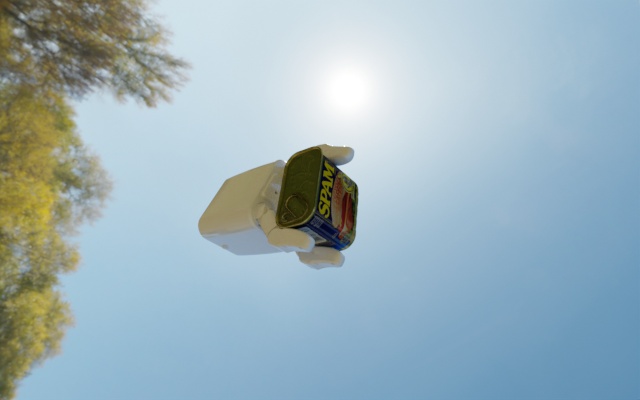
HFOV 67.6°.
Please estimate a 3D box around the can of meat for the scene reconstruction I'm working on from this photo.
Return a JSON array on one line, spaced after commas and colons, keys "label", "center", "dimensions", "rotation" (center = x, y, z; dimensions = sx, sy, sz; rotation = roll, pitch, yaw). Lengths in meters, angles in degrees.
[{"label": "can of meat", "center": [0.000, 0.002, 0.565], "dimensions": [0.057, 0.102, 0.084], "rotation": [-16, -37, 35]}]
